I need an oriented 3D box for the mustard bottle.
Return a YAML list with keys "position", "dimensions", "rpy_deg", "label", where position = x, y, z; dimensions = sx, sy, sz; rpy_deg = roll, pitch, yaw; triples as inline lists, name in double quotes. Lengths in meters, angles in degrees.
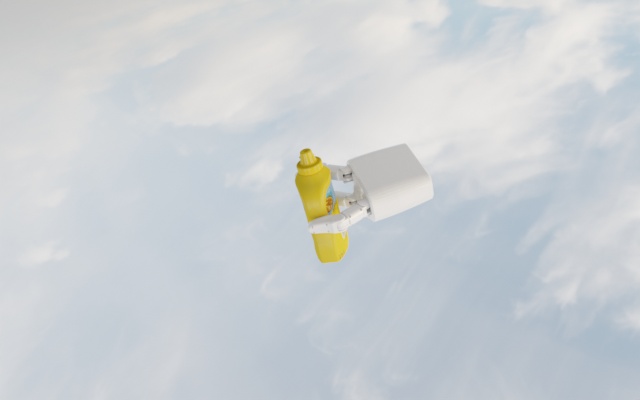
- position: [0.000, 0.003, 0.777]
  dimensions: [0.058, 0.192, 0.096]
  rpy_deg: [-7, 33, 14]
  label: "mustard bottle"
